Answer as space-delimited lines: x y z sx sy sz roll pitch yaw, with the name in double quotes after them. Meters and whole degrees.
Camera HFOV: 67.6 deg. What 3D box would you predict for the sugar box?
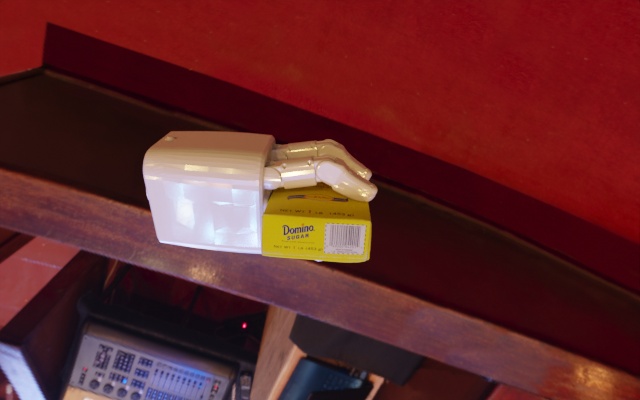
0.000 0.001 0.478 0.093 0.048 0.176 4 23 0 "sugar box"
